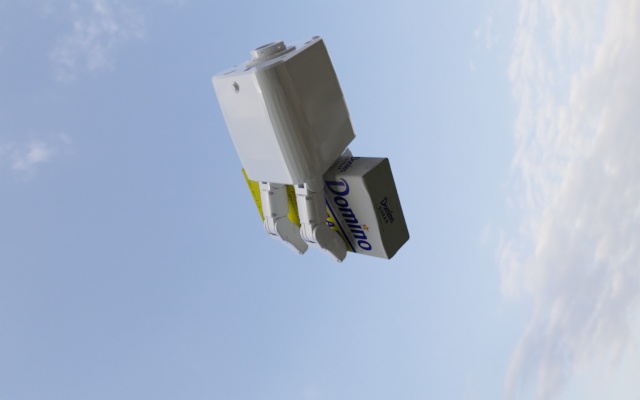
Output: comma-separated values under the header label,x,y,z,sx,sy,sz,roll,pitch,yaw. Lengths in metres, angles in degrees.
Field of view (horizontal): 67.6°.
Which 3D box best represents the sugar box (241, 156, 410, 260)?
label,x,y,z,sx,sy,sz,roll,pitch,yaw
sugar box,0.000,0.002,0.498,0.176,0.093,0.048,8,37,46
